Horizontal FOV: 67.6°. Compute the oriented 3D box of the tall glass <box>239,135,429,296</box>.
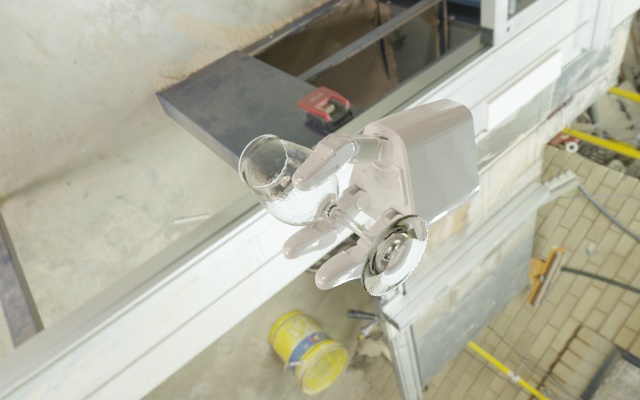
[{"bbox_3d":[0.000,0.002,0.445,0.079,0.079,0.201,0,26,-43],"label":"tall glass"}]
